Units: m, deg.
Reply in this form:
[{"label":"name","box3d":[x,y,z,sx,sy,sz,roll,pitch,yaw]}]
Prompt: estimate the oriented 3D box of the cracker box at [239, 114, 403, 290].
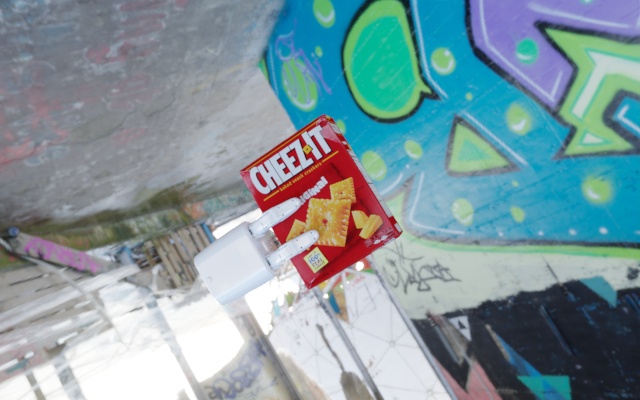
[{"label":"cracker box","box3d":[0.000,0.003,0.734,0.164,0.213,0.072,-33,-6,12]}]
